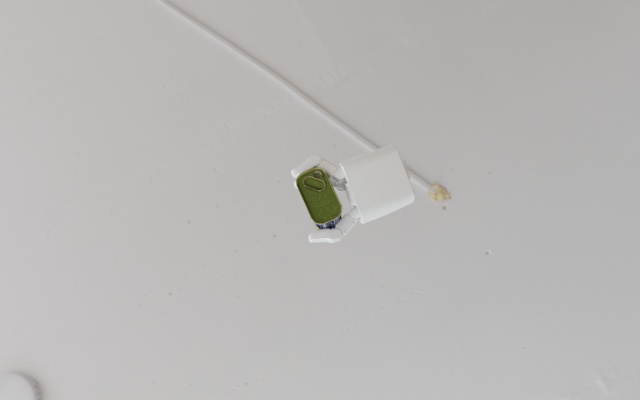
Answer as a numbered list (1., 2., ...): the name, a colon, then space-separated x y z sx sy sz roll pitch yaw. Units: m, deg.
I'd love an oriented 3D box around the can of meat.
1. can of meat: 0.000 0.003 0.863 0.057 0.102 0.084 -24 -17 -3
